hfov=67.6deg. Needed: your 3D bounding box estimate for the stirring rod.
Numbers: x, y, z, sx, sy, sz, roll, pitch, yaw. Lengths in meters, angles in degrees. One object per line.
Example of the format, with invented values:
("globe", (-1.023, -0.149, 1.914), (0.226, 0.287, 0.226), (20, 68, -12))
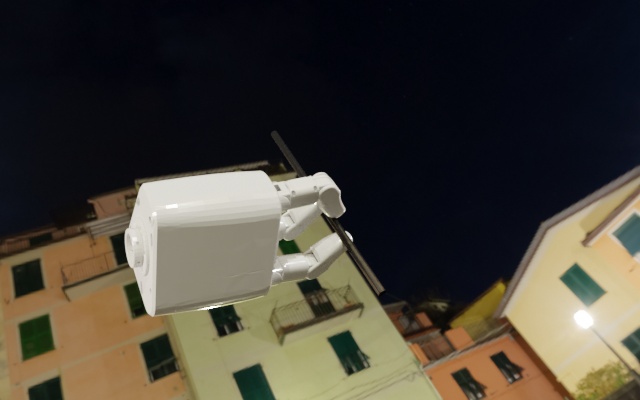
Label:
("stirring rod", (0.000, 0.002, 0.493), (0.011, 0.011, 0.239), (0, 42, -38))
